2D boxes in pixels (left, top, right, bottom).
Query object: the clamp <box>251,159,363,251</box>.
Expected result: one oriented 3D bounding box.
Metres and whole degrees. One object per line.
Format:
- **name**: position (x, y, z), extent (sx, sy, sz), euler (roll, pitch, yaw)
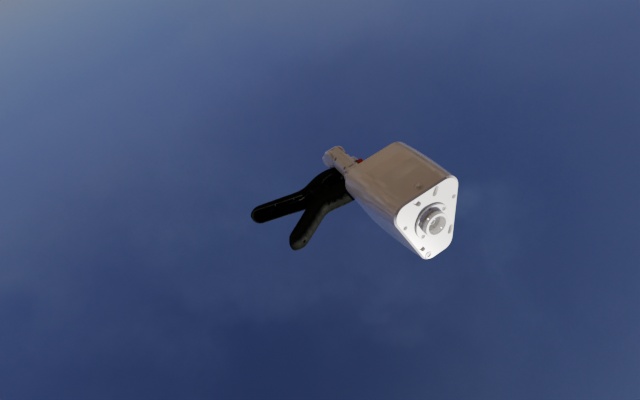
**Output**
- **clamp**: position (0.000, 0.002, 0.631), extent (0.171, 0.039, 0.120), euler (-32, 38, -12)
